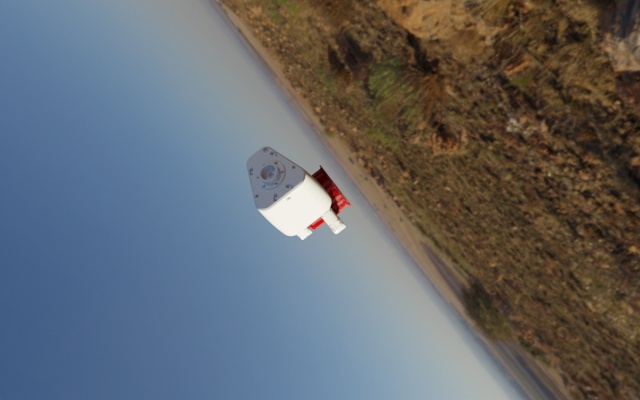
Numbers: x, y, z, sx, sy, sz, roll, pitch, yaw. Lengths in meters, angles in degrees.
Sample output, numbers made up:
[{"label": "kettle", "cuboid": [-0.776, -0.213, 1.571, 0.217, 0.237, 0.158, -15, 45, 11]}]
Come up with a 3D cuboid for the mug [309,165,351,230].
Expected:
[{"label": "mug", "cuboid": [0.000, 0.003, 0.863, 0.081, 0.093, 0.117, -37, -33, 3]}]
